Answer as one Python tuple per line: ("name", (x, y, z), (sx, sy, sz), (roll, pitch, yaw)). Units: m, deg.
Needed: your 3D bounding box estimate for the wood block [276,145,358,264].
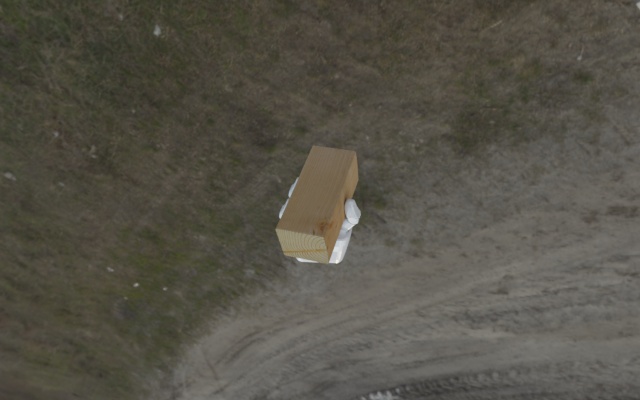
("wood block", (0.000, 0.003, 0.900), (0.091, 0.206, 0.090), (10, -36, 16))
